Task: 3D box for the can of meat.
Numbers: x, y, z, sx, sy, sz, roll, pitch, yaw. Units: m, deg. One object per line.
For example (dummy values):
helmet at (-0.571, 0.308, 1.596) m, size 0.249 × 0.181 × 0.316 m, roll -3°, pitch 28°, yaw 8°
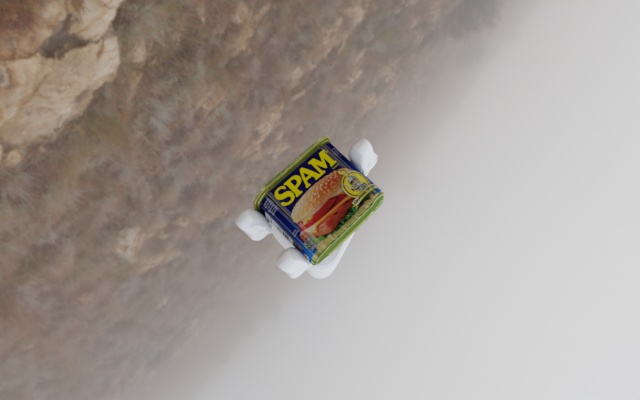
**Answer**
can of meat at (0.000, 0.002, 0.469) m, size 0.102 × 0.084 × 0.057 m, roll -42°, pitch -12°, yaw -16°
